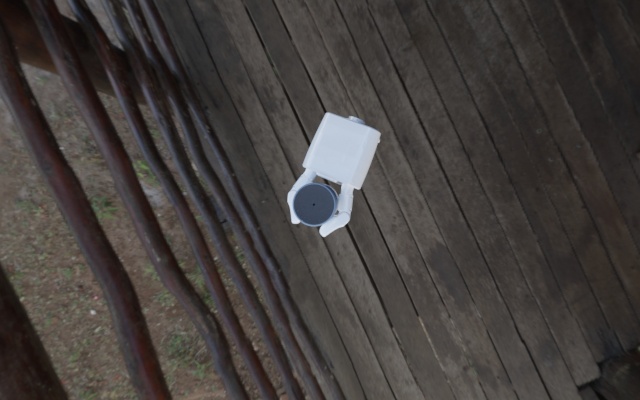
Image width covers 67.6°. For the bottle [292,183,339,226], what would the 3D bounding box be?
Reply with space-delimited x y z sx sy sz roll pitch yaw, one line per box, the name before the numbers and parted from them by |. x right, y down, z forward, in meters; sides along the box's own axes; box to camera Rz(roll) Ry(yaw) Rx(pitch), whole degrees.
bottle | 0.000 0.003 0.868 0.069 0.069 0.295 0 1 4
